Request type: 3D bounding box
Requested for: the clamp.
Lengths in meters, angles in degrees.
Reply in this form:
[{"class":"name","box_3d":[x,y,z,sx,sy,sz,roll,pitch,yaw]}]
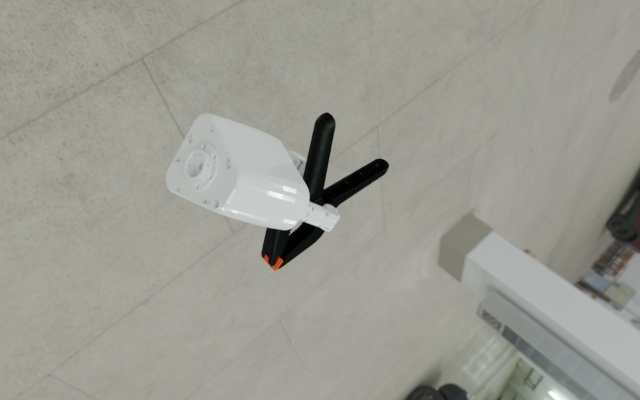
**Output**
[{"class":"clamp","box_3d":[0.000,0.003,0.622,0.164,0.210,0.036,18,19,-50]}]
